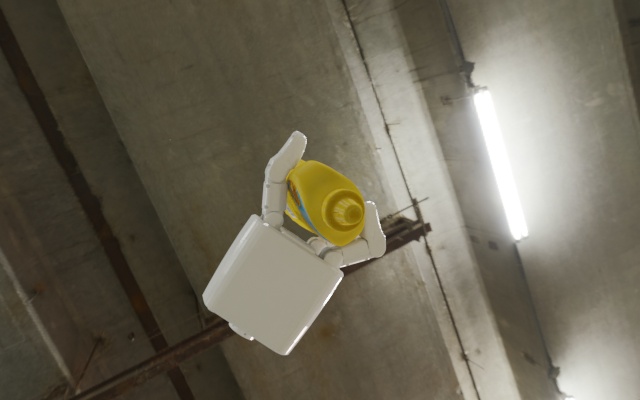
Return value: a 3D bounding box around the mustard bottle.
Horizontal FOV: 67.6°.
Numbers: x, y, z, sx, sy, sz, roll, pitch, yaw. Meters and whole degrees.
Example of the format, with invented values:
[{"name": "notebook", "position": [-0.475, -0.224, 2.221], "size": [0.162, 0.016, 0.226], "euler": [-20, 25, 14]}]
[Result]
[{"name": "mustard bottle", "position": [0.000, 0.001, 0.517], "size": [0.058, 0.096, 0.191], "euler": [-33, 15, -11]}]
